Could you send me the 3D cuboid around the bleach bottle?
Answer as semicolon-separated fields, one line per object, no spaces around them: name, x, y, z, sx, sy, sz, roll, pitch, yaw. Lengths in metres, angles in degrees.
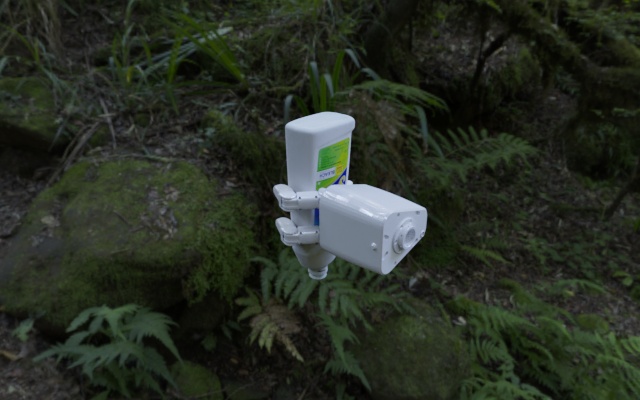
bleach bottle;0.000;0.002;0.716;0.068;0.251;0.102;22;33;39
